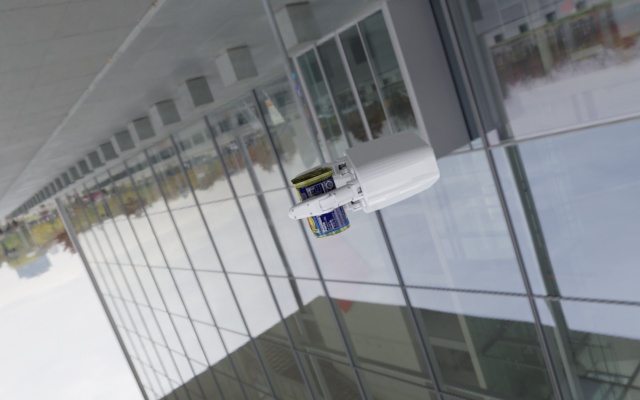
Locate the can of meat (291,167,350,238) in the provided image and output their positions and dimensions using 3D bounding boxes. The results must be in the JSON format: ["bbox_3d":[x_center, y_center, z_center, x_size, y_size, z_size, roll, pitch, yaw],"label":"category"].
[{"bbox_3d":[0.000,0.003,0.683,0.057,0.084,0.102,-21,9,-4],"label":"can of meat"}]
